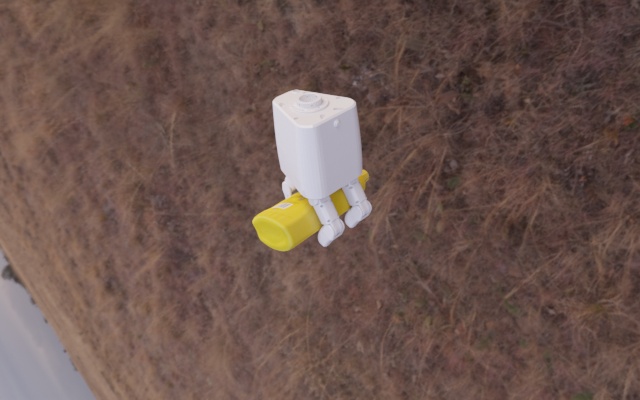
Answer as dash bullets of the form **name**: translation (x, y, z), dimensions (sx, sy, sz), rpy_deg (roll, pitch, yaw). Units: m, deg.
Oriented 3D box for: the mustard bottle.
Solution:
- **mustard bottle**: translation (0.000, 0.003, 0.702), dimensions (0.191, 0.058, 0.096), rpy_deg (-32, 18, -30)
